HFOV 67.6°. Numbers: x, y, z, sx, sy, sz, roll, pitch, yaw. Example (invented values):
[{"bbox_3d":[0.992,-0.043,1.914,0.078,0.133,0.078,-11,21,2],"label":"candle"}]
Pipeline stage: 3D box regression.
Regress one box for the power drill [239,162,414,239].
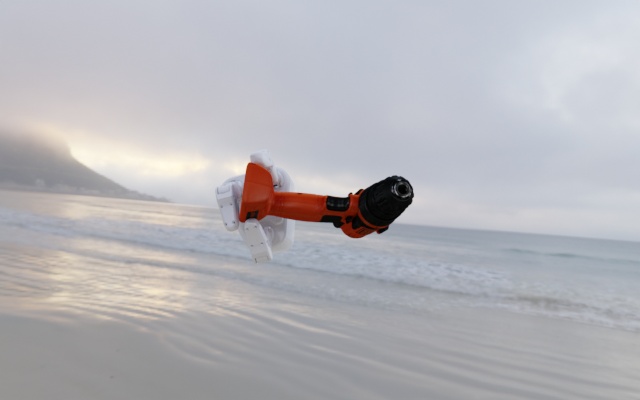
[{"bbox_3d":[0.000,0.002,0.571,0.187,0.057,0.184,10,-18,-10],"label":"power drill"}]
